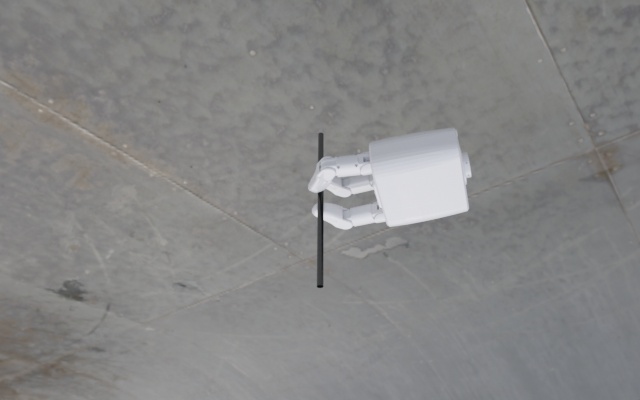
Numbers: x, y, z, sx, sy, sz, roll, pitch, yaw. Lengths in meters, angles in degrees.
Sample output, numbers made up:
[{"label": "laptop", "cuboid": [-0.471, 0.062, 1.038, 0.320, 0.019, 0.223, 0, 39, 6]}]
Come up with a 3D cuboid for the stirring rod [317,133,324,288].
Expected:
[{"label": "stirring rod", "cuboid": [0.000, 0.002, 0.623, 0.011, 0.239, 0.011, 0, -35, 0]}]
